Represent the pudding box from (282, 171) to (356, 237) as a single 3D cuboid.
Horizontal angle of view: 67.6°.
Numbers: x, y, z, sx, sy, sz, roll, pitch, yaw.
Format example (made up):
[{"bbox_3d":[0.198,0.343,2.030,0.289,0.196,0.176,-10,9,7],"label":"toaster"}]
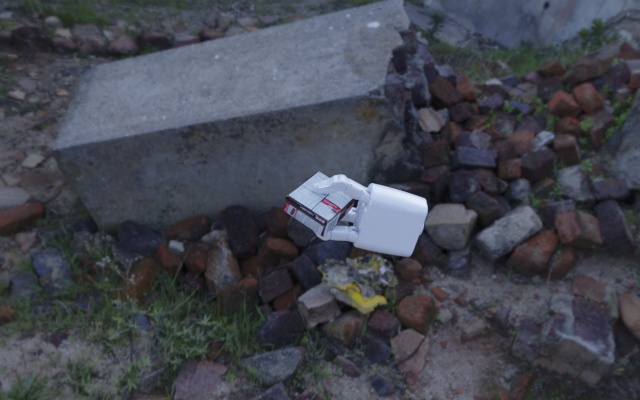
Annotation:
[{"bbox_3d":[0.000,0.003,0.846,0.090,0.039,0.113,32,38,15],"label":"pudding box"}]
